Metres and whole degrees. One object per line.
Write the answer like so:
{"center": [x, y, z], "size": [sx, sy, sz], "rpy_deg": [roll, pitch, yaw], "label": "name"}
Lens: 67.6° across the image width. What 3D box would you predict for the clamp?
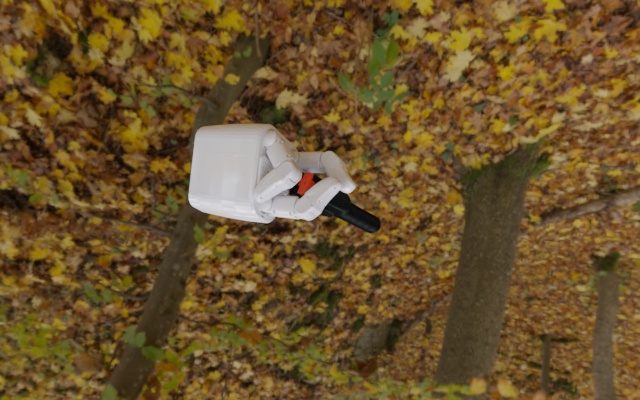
{"center": [0.000, 0.003, 0.631], "size": [0.120, 0.039, 0.171], "rpy_deg": [5, -18, 29], "label": "clamp"}
